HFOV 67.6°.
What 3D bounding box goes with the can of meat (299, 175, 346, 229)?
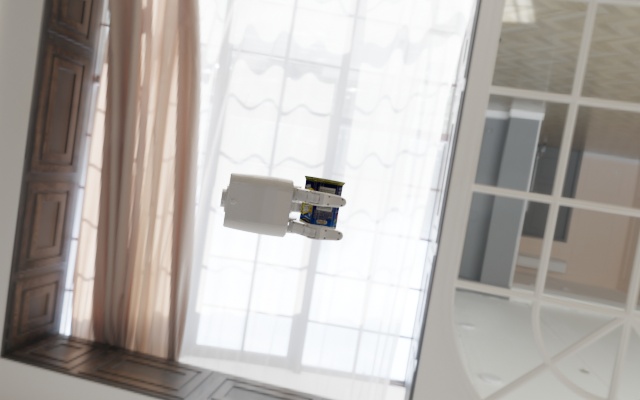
[{"bbox_3d":[0.000,0.003,0.834,0.057,0.084,0.102,9,3,-15],"label":"can of meat"}]
